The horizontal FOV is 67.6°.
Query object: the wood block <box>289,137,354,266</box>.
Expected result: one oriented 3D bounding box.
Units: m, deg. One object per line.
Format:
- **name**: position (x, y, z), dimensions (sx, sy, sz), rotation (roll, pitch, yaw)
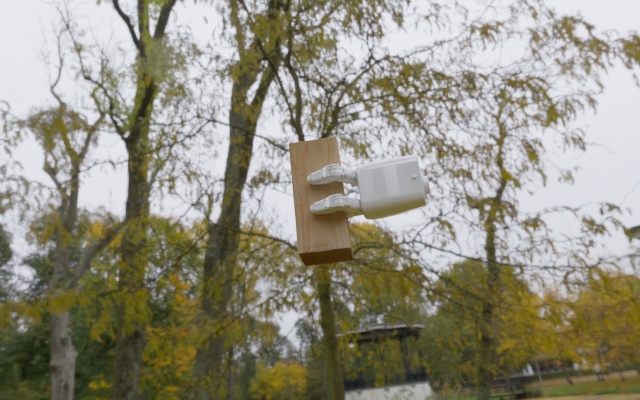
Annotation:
- **wood block**: position (0.001, 0.003, 0.854), dimensions (0.090, 0.206, 0.091), rotation (-8, -22, 4)
